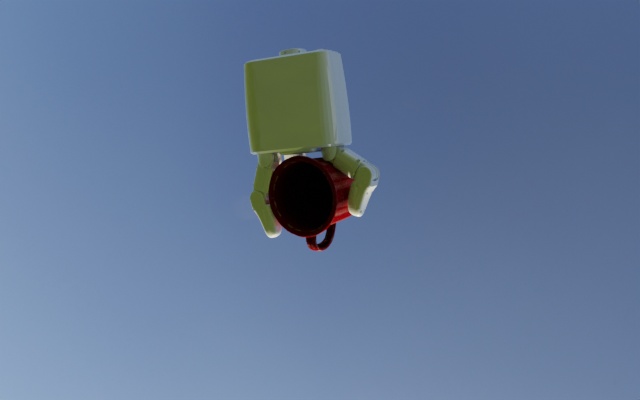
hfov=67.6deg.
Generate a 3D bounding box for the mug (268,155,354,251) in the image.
[{"bbox_3d":[0.000,0.003,0.571,0.093,0.117,0.081,0,9,32],"label":"mug"}]
